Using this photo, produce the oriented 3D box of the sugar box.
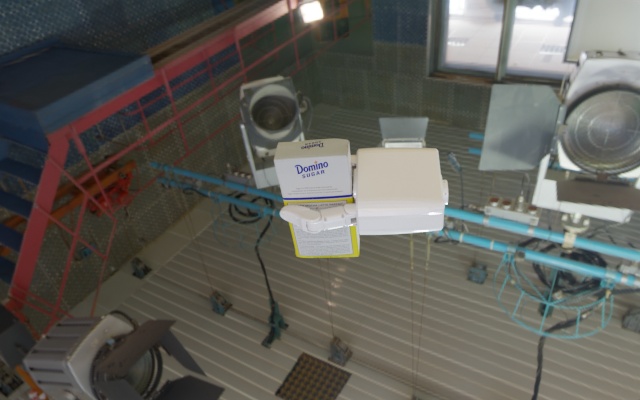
[{"bbox_3d":[0.000,0.002,0.638,0.093,0.176,0.048,-2,38,8],"label":"sugar box"}]
